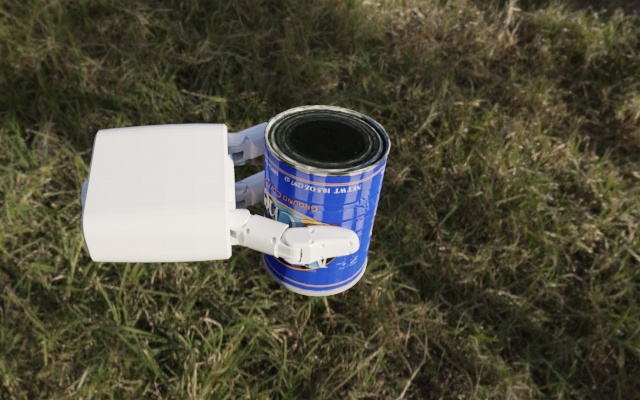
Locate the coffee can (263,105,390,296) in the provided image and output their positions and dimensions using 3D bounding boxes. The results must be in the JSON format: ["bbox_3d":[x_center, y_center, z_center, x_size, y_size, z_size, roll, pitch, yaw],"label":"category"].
[{"bbox_3d":[0.000,0.002,0.429,0.103,0.140,0.102,4,39,-3],"label":"coffee can"}]
